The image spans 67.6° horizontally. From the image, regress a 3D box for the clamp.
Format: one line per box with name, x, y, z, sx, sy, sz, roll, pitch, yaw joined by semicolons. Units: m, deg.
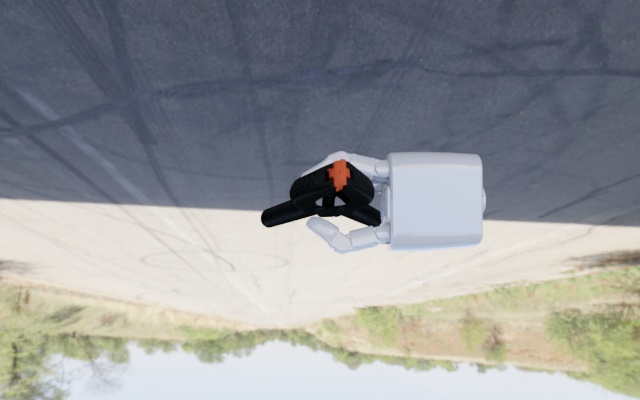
clamp;0.000;0.002;0.565;0.164;0.036;0.210;-2;-16;1
